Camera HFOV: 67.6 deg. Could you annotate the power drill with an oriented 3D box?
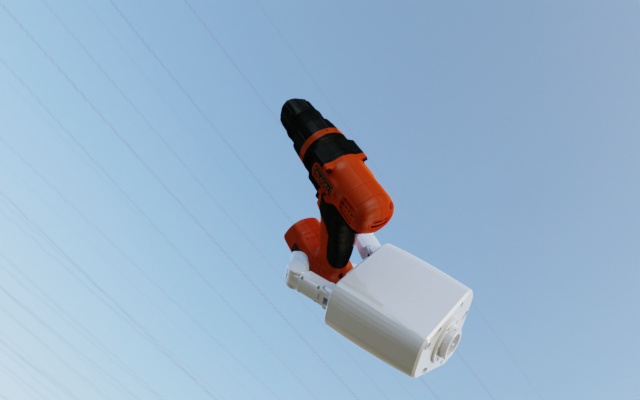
[{"bbox_3d":[0.000,0.002,0.537,0.057,0.184,0.188,-18,-36,-22],"label":"power drill"}]
